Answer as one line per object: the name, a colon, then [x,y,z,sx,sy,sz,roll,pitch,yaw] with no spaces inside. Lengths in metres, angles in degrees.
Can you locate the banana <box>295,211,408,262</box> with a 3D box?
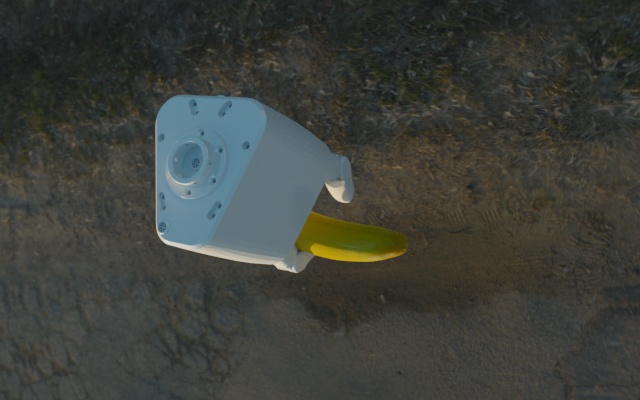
banana: [-0.014,0.014,0.455,0.197,0.069,0.037,32,-17,29]
